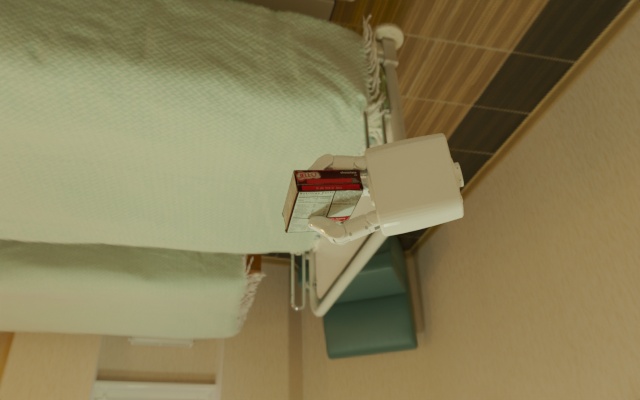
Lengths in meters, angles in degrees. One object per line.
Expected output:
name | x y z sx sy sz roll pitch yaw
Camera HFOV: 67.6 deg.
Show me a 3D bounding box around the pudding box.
pudding box | 0.000 0.002 0.652 0.090 0.039 0.114 -1 -34 -14
